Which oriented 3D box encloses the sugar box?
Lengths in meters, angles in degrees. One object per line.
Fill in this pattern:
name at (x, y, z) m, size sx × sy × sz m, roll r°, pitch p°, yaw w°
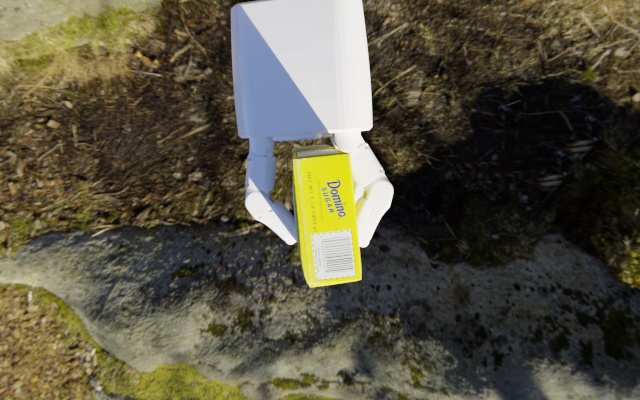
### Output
sugar box at (0.001, 0.001, 0.412) m, size 0.048 × 0.093 × 0.176 m, roll -5°, pitch 10°, yaw 0°
